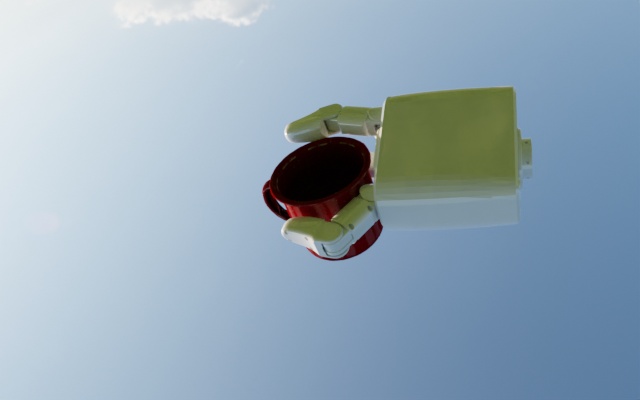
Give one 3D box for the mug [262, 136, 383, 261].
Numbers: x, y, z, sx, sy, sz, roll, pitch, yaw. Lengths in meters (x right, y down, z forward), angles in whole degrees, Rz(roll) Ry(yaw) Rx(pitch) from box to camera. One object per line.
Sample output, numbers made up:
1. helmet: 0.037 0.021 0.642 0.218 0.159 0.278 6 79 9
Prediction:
1. mug: -0.001 0.002 0.446 0.117 0.082 0.093 -2 43 25
